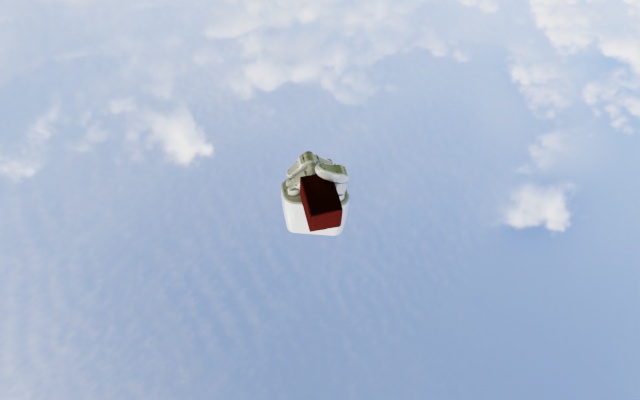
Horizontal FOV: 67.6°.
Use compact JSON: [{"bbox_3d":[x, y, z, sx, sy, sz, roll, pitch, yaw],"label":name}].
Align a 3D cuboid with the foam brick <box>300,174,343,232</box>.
[{"bbox_3d":[0.000,0.003,0.759,0.053,0.078,0.051,-9,-34,-9],"label":"foam brick"}]
